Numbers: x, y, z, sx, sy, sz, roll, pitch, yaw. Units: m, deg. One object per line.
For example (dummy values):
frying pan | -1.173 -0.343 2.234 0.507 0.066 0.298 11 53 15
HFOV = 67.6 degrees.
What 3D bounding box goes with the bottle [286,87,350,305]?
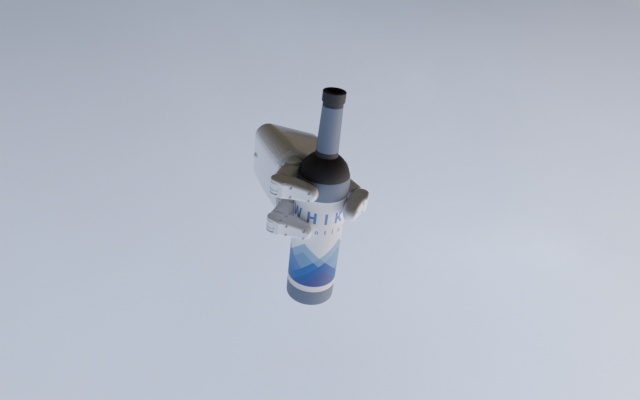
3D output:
bottle | 0.000 0.002 0.613 0.069 0.296 0.069 5 31 -3
